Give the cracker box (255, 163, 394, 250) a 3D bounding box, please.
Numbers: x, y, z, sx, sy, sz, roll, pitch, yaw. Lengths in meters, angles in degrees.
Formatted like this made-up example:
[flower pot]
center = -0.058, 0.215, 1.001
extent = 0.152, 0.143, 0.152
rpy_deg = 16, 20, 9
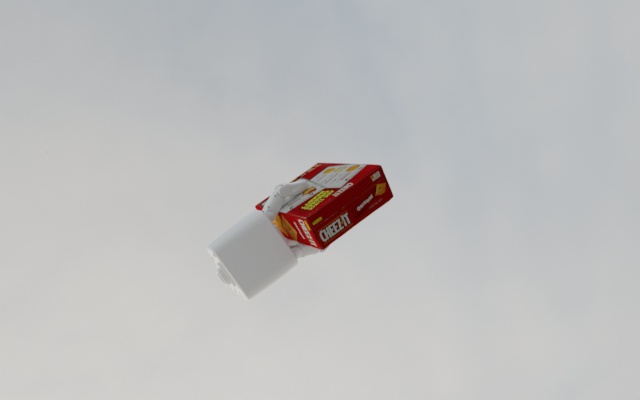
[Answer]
[cracker box]
center = 0.000, 0.003, 0.852
extent = 0.164, 0.072, 0.213
rpy_deg = -36, 21, -22
